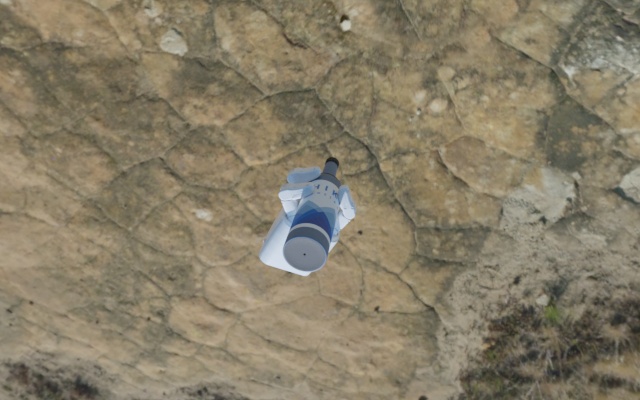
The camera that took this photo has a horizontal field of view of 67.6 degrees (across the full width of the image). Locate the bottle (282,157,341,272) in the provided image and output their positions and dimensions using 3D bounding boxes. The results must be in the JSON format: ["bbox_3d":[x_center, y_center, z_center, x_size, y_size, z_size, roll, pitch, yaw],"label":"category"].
[{"bbox_3d":[0.000,0.003,0.817,0.069,0.069,0.295,0,31,11],"label":"bottle"}]
